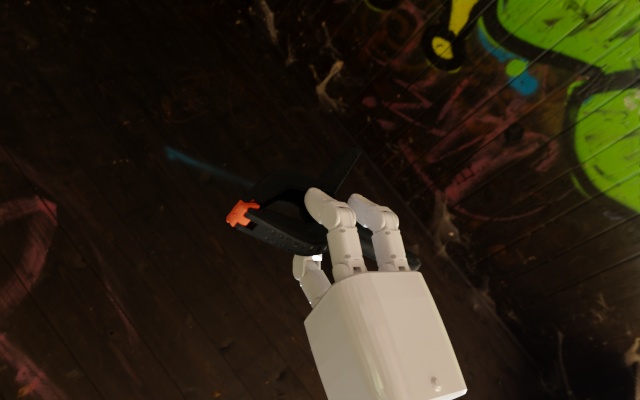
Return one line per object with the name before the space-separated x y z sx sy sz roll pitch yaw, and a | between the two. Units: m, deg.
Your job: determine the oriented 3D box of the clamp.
clamp | -0.001 0.002 0.484 0.210 0.164 0.036 6 -40 -39
